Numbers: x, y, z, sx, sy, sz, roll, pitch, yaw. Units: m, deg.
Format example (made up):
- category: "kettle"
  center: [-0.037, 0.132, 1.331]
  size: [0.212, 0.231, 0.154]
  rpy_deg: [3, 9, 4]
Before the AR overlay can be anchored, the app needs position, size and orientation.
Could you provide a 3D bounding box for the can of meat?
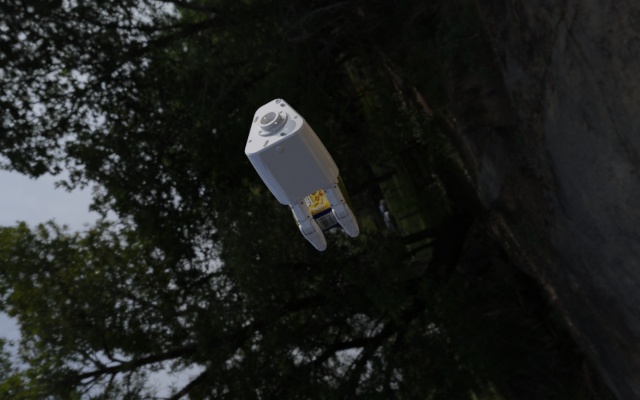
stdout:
- category: "can of meat"
  center: [0.000, 0.003, 0.757]
  size: [0.084, 0.102, 0.057]
  rpy_deg: [-26, -44, 9]
